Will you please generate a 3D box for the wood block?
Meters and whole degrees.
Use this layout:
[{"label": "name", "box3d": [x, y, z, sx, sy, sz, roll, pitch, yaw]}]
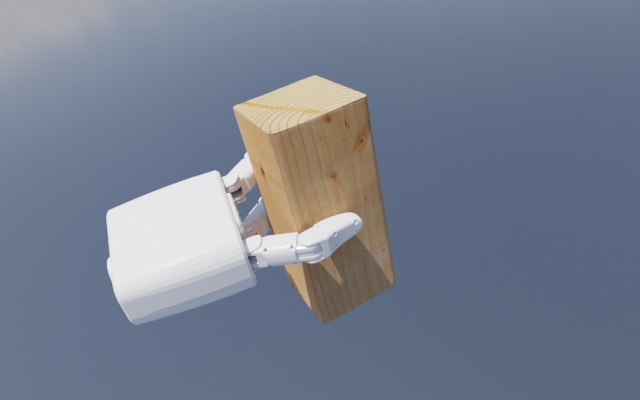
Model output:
[{"label": "wood block", "box3d": [0.000, 0.002, 0.456, 0.090, 0.206, 0.090, -25, 34, -18]}]
